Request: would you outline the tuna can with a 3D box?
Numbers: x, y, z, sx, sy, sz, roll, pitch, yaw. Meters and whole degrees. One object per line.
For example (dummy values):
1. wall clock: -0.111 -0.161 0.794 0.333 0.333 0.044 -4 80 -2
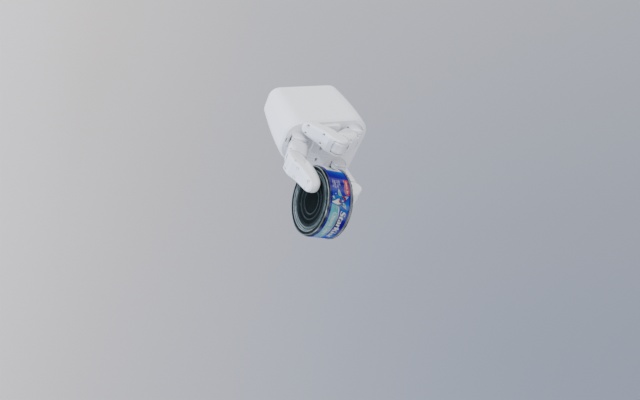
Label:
1. tuna can: 0.000 0.002 0.564 0.034 0.086 0.086 8 -5 -32
